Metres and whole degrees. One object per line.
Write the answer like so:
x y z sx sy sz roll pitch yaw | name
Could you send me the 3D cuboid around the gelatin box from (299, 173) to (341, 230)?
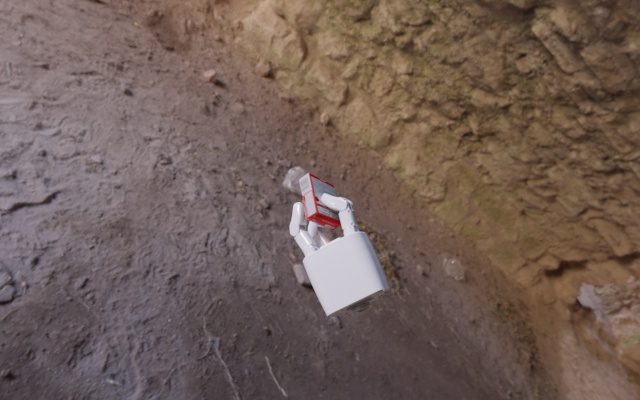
0.000 0.002 0.863 0.030 0.089 0.073 -32 -36 29 | gelatin box
